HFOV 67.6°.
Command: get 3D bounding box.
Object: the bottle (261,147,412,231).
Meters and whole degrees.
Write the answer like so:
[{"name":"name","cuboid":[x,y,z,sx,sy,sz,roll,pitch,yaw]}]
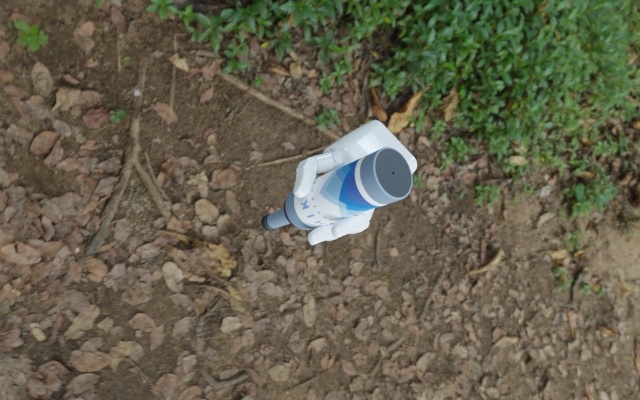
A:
[{"name":"bottle","cuboid":[0.000,0.002,0.687,0.069,0.069,0.296,0,-14,-38]}]
